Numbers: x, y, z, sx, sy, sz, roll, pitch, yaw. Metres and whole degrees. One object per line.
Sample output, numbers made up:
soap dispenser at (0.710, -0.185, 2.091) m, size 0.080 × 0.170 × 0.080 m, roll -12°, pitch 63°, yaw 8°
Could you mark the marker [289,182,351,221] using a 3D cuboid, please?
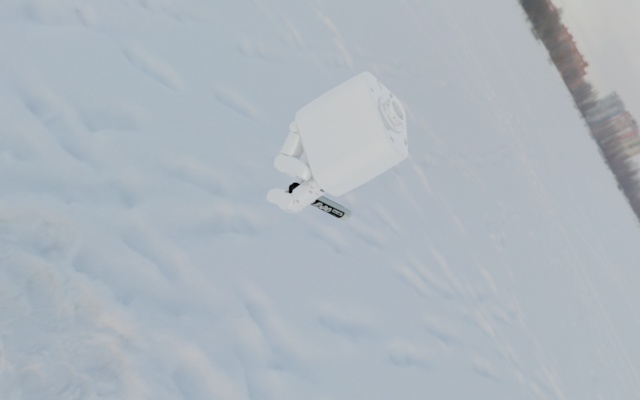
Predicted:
marker at (0.000, 0.002, 0.653) m, size 0.020 × 0.020 × 0.121 m, roll 0°, pitch -19°, yaw 41°
